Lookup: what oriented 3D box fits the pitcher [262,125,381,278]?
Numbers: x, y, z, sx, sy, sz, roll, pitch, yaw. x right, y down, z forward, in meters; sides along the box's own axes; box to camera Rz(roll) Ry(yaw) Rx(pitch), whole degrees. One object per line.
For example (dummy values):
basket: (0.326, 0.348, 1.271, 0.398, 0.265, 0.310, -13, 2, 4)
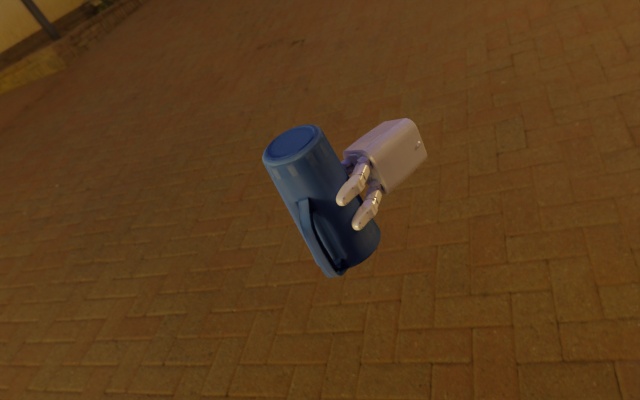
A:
pitcher: (0.000, 0.003, 0.812, 0.145, 0.243, 0.149, -38, 33, -13)
